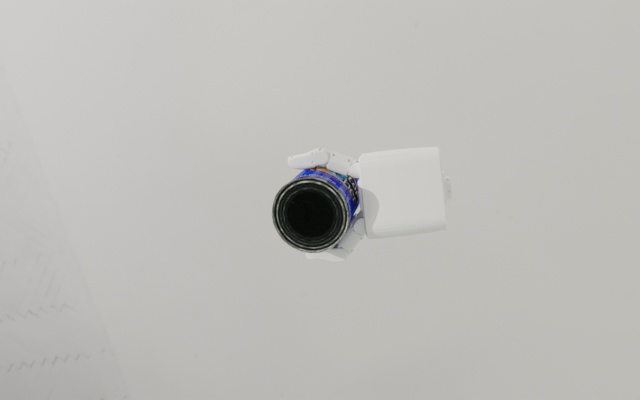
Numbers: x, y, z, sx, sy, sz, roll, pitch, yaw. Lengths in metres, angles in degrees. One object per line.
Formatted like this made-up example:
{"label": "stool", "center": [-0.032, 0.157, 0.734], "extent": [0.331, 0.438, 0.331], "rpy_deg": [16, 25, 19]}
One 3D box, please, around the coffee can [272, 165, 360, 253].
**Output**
{"label": "coffee can", "center": [0.000, 0.002, 0.676], "extent": [0.103, 0.103, 0.140], "rpy_deg": [0, 15, 12]}
